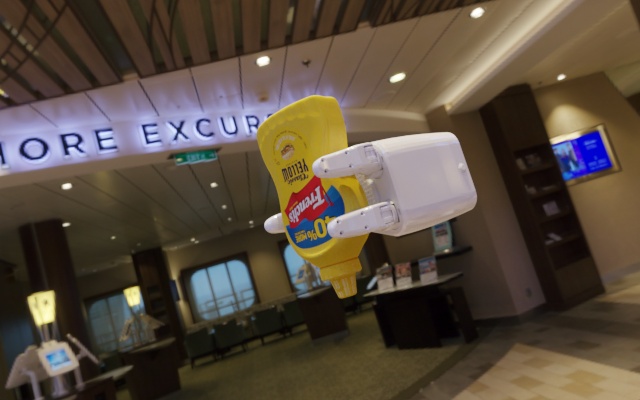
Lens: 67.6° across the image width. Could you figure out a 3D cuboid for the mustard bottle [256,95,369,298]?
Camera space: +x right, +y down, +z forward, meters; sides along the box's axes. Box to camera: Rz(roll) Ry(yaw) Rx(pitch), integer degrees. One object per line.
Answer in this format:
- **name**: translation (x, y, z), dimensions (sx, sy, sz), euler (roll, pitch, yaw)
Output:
- **mustard bottle**: translation (0.000, 0.001, 0.474), dimensions (0.096, 0.191, 0.058), euler (-22, -8, 37)
